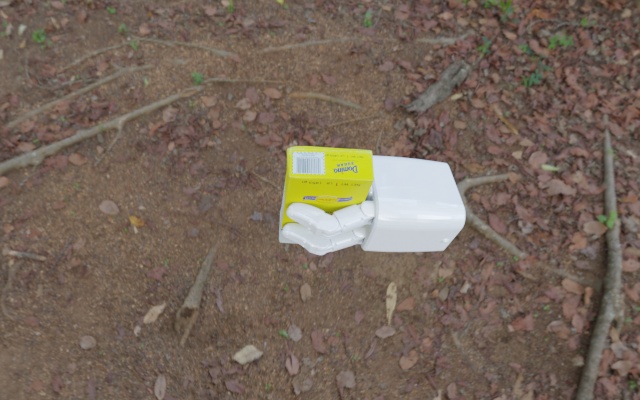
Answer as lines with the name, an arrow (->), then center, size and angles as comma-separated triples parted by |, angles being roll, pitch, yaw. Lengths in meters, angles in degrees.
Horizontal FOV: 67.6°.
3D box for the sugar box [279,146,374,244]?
sugar box -> 0.000, 0.002, 0.577 | 0.093, 0.048, 0.176 | 3, -31, -6
